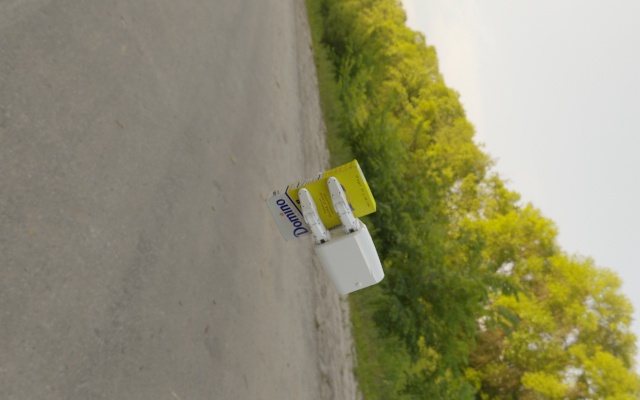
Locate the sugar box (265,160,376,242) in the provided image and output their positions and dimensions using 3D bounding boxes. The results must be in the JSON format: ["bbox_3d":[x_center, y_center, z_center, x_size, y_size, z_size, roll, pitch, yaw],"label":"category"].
[{"bbox_3d":[0.000,0.003,0.850,0.176,0.093,0.048,-22,19,11],"label":"sugar box"}]
